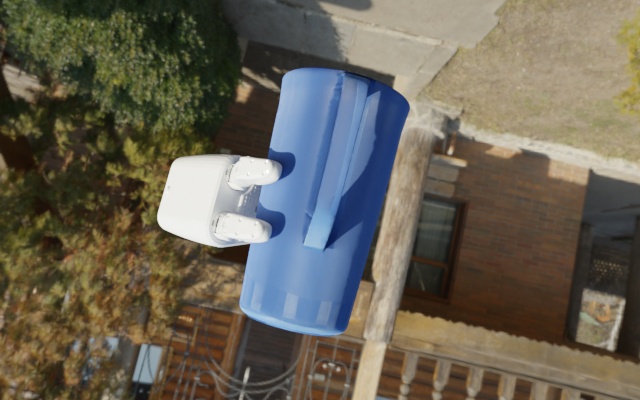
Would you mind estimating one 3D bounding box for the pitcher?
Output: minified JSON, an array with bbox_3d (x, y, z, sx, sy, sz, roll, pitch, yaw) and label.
[{"bbox_3d":[0.000,0.002,0.467,0.145,0.243,0.149,8,-9,40],"label":"pitcher"}]
